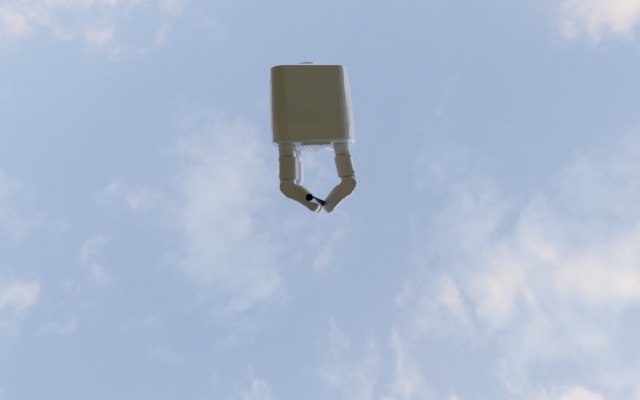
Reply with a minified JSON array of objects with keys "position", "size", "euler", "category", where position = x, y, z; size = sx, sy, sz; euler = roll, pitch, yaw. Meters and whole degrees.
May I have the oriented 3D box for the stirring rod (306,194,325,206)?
[{"position":[0.000,0.002,0.621],"size":[0.011,0.011,0.239],"euler":[0,-3,6],"category":"stirring rod"}]
